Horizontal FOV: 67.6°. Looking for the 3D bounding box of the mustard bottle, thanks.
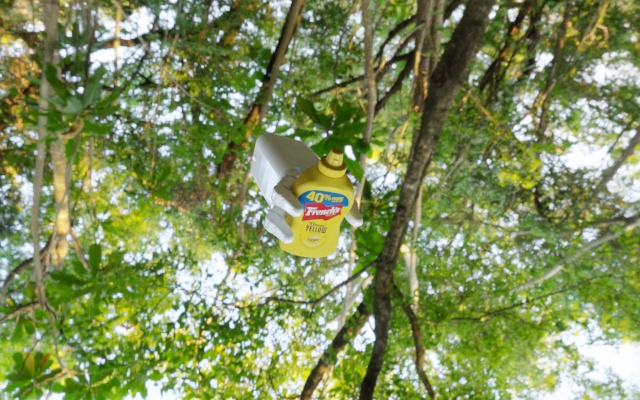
[{"bbox_3d":[0.000,0.003,0.737,0.096,0.192,0.058,9,37,-12],"label":"mustard bottle"}]
